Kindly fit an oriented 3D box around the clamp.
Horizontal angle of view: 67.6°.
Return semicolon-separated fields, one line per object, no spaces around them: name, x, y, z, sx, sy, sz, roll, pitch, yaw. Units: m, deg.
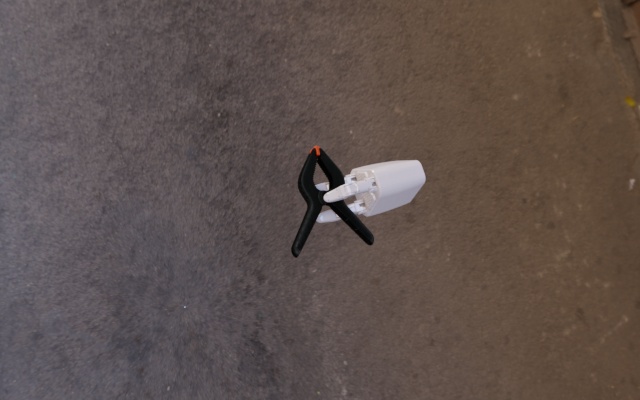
clamp;0.000;0.002;0.895;0.164;0.210;0.036;-14;-8;-24
